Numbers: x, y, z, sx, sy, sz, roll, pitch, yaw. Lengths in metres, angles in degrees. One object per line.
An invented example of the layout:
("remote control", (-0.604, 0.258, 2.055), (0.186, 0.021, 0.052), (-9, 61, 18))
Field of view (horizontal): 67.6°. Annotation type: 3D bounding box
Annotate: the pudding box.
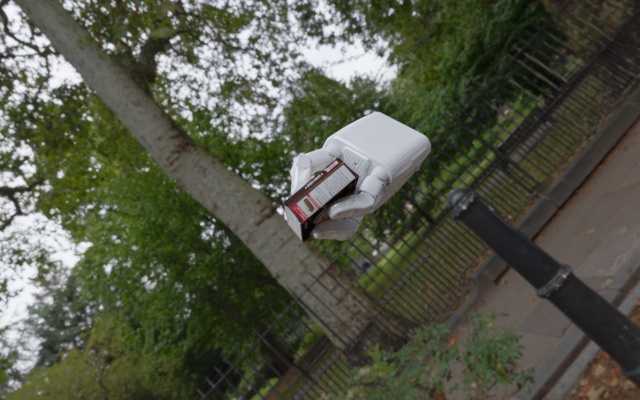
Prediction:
("pudding box", (0.000, 0.002, 0.596), (0.090, 0.039, 0.113), (-41, -13, -10))
